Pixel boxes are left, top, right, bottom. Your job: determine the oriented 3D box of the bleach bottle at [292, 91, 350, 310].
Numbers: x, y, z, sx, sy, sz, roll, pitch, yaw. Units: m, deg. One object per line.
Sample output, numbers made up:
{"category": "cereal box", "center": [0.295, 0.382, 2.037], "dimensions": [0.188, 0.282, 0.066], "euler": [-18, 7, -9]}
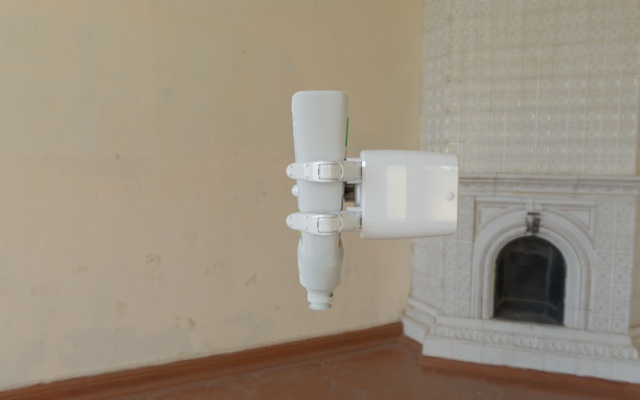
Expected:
{"category": "bleach bottle", "center": [0.000, 0.002, 0.571], "dimensions": [0.068, 0.251, 0.102], "euler": [0, 5, 0]}
